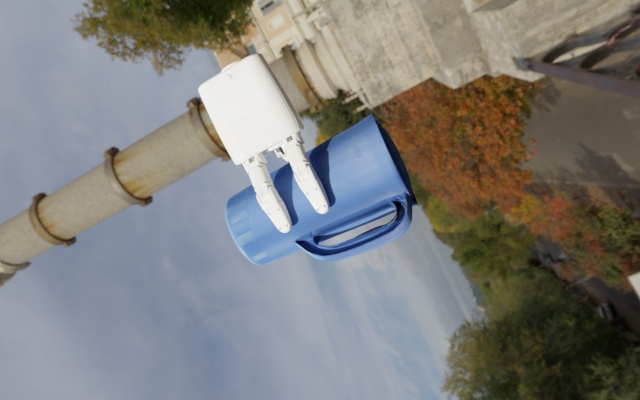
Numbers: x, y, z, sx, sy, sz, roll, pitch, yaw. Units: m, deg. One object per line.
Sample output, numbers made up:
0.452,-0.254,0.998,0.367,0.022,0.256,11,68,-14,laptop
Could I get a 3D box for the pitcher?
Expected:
0.000,0.002,0.641,0.243,0.145,0.149,-26,9,13,pitcher
